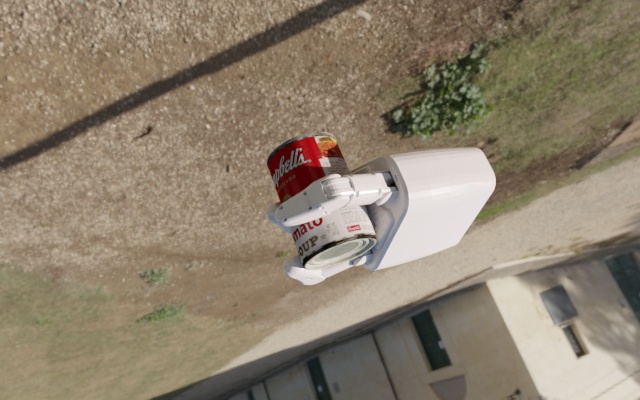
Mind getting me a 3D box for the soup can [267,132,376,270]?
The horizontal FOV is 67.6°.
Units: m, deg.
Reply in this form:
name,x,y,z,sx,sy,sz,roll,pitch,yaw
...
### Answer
name,x,y,z,sx,sy,sz,roll,pitch,yaw
soup can,0.000,0.002,0.417,0.068,0.102,0.068,-18,-21,-7
